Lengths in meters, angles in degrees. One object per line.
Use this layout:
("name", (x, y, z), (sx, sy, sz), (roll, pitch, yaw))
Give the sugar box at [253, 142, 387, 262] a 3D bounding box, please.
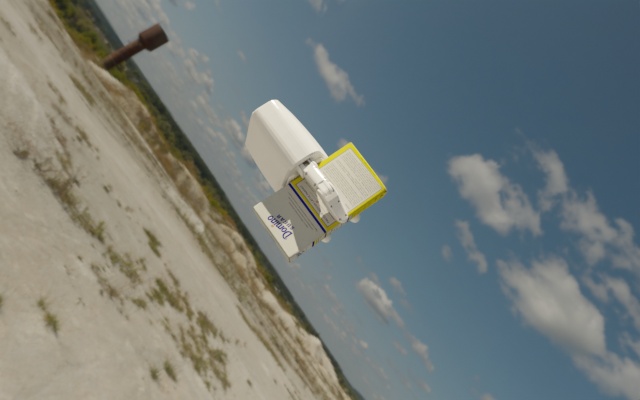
("sugar box", (0.000, 0.002, 0.700), (0.176, 0.093, 0.048), (-34, -13, -9))
